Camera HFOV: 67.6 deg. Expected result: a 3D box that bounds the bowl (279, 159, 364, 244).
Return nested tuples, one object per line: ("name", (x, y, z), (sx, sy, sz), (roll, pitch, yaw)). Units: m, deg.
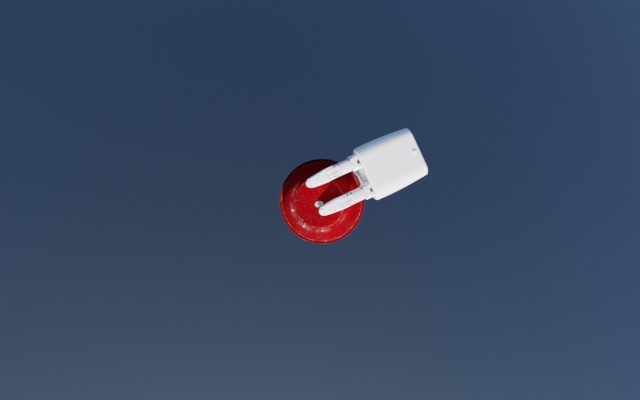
("bowl", (-0.001, 0.004, 0.880), (0.162, 0.162, 0.055), (0, 3, 5))
